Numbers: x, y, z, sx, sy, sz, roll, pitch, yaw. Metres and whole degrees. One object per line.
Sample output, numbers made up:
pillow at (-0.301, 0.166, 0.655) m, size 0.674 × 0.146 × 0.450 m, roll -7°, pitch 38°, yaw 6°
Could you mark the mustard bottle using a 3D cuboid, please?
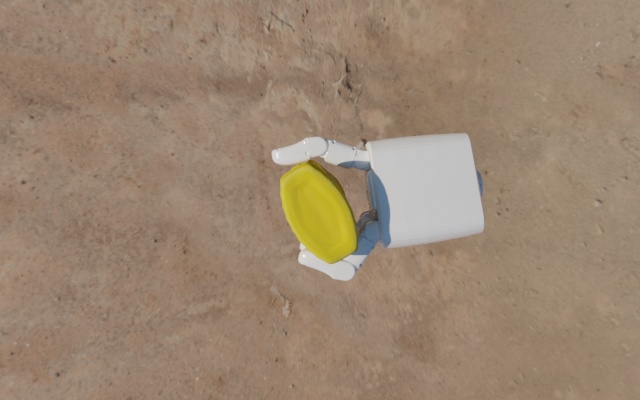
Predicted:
mustard bottle at (0.000, 0.002, 0.524) m, size 0.058 × 0.096 × 0.191 m, roll -32°, pitch 6°, yaw 4°
